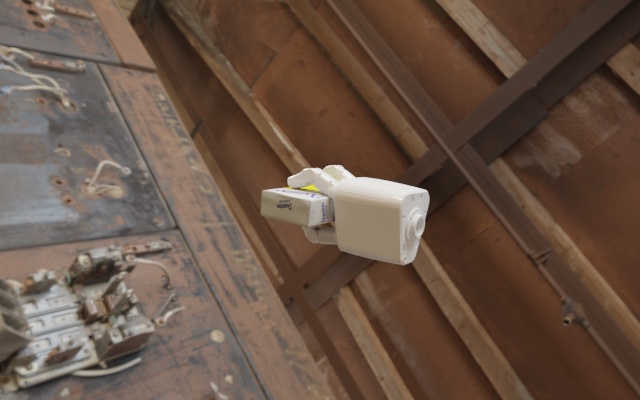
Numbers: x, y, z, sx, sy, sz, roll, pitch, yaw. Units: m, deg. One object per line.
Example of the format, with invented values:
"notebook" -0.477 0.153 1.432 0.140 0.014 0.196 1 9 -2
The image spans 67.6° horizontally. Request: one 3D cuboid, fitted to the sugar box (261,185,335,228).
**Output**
"sugar box" 0.000 0.002 0.747 0.093 0.048 0.176 12 10 35
